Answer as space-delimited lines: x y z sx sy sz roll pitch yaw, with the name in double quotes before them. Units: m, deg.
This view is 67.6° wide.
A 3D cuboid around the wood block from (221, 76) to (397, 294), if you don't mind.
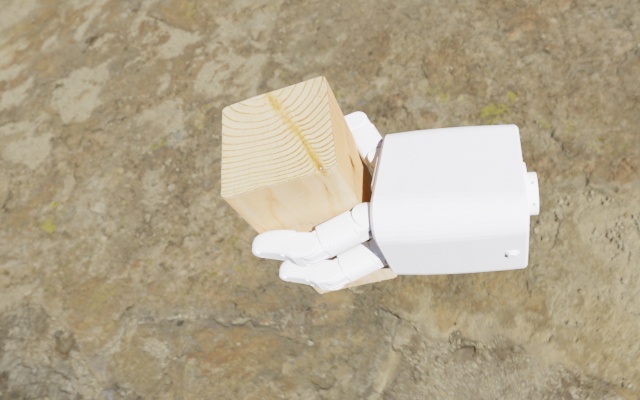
"wood block" 0.000 0.001 0.433 0.090 0.090 0.206 -15 -34 13
